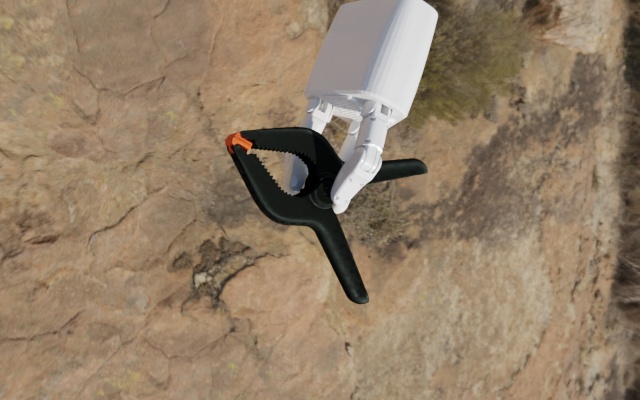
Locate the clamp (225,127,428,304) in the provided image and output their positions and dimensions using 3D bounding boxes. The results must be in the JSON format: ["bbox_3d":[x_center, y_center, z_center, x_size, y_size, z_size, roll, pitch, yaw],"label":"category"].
[{"bbox_3d":[0.000,0.001,0.462,0.210,0.164,0.036,23,-8,-25],"label":"clamp"}]
